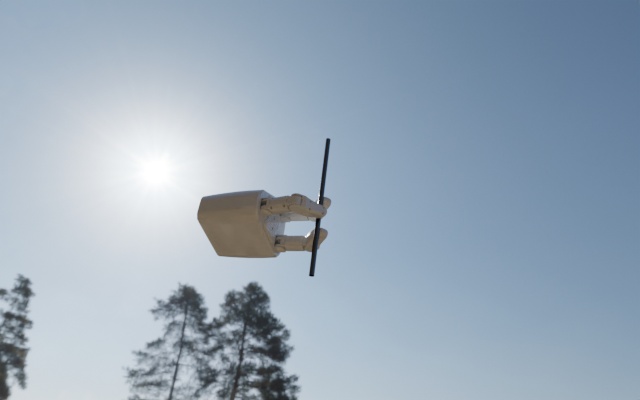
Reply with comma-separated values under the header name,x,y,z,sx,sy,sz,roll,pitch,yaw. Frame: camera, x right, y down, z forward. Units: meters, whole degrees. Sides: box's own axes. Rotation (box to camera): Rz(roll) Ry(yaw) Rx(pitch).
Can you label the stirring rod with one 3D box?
name,x,y,z,sx,sy,sz,roll,pitch,yaw
stirring rod,0.000,0.002,0.731,0.011,0.239,0.011,5,-30,3
